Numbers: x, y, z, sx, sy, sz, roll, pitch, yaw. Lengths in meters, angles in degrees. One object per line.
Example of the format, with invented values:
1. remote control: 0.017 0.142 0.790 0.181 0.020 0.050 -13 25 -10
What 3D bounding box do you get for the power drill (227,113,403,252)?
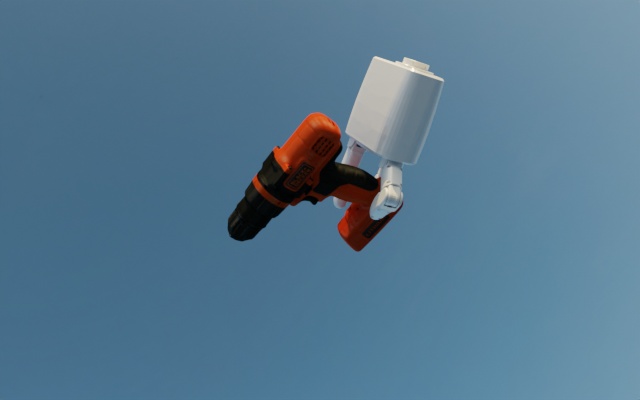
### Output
1. power drill: 0.001 0.002 0.595 0.188 0.184 0.057 26 24 -40
